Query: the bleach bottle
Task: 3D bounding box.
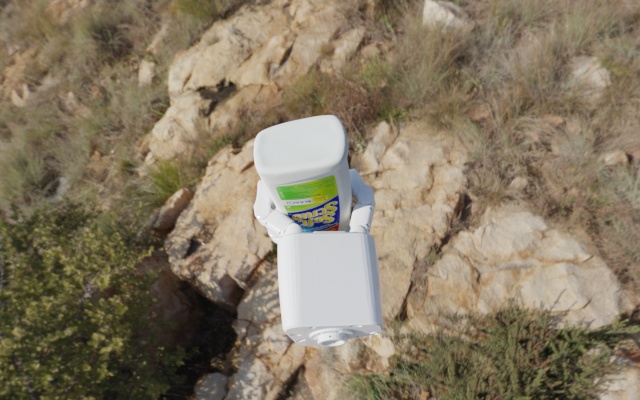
[{"bbox_3d":[0.000,0.002,0.594,0.102,0.068,0.251,-10,-30,7],"label":"bleach bottle"}]
